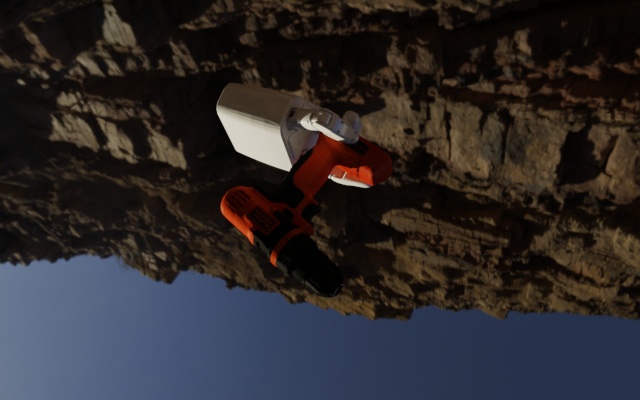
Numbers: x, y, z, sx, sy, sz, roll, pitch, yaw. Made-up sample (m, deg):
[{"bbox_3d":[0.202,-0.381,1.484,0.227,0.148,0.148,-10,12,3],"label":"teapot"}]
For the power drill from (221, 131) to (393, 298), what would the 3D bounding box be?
[{"bbox_3d":[0.000,0.001,0.574,0.184,0.187,0.057,38,-20,22],"label":"power drill"}]
